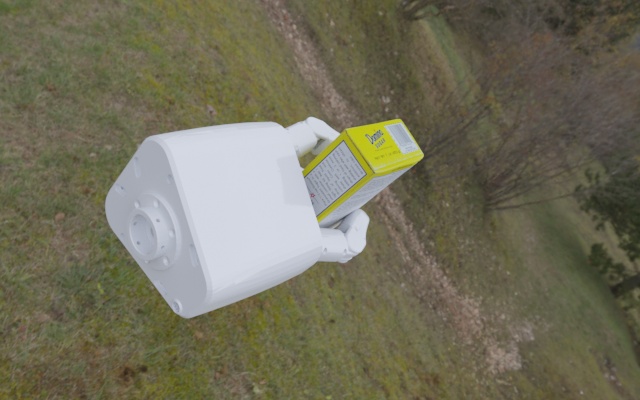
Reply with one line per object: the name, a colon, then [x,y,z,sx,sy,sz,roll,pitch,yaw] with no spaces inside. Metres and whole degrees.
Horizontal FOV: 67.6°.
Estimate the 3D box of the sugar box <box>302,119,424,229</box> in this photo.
sugar box: [0.000,0.001,0.421,0.176,0.048,0.093,-38,-11,36]
